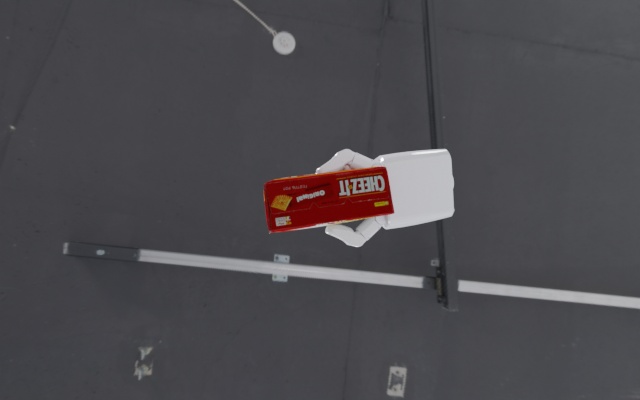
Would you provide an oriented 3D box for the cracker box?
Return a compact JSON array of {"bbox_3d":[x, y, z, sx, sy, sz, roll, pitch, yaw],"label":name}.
[{"bbox_3d":[0.000,0.003,0.707,0.164,0.072,0.214,-9,-3,-7],"label":"cracker box"}]
